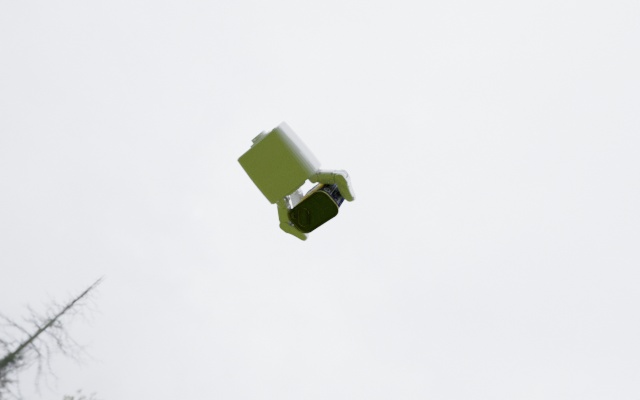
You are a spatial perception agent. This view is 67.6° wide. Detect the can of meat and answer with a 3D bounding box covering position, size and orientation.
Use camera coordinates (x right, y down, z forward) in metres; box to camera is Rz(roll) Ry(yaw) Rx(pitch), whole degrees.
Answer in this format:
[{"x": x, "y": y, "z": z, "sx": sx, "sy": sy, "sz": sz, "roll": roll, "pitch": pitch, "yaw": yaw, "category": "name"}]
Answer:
[{"x": 0.000, "y": 0.003, "z": 0.879, "sx": 0.102, "sy": 0.057, "sz": 0.084, "roll": -35, "pitch": 11, "yaw": 35, "category": "can of meat"}]
